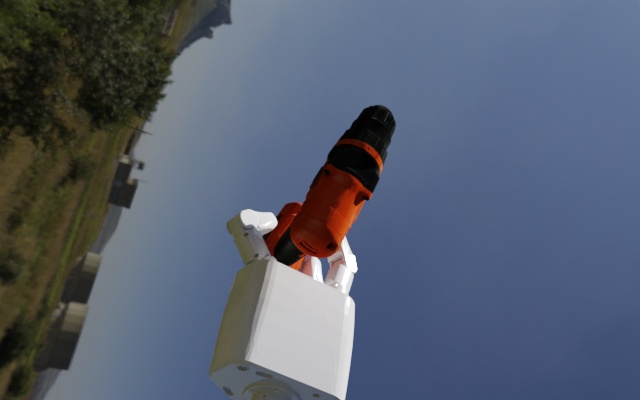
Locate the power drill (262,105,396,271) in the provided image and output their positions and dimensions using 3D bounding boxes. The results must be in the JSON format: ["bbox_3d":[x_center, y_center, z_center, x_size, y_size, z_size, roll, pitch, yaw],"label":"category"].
[{"bbox_3d":[0.000,0.002,0.502,0.057,0.184,0.188,35,-35,-4],"label":"power drill"}]
